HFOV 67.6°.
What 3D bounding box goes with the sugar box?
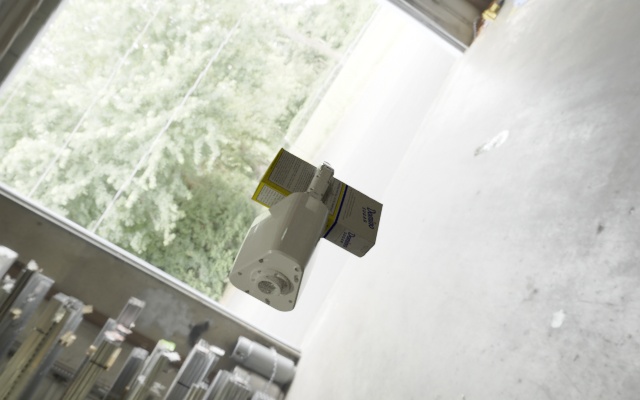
[{"bbox_3d":[0.000,0.003,0.676,0.176,0.048,0.093,31,39,-8],"label":"sugar box"}]
